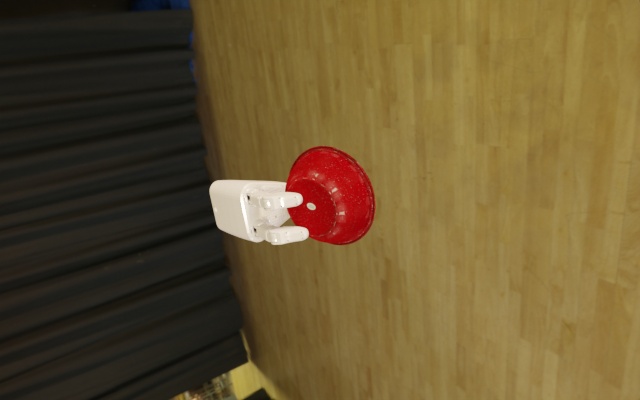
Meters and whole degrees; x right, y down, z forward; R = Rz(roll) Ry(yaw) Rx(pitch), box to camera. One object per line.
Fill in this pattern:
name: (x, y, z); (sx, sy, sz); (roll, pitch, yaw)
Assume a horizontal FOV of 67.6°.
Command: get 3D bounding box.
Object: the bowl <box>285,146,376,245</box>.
bowl: (0.001, 0.002, 0.719); (0.162, 0.162, 0.055); (0, 18, 36)
